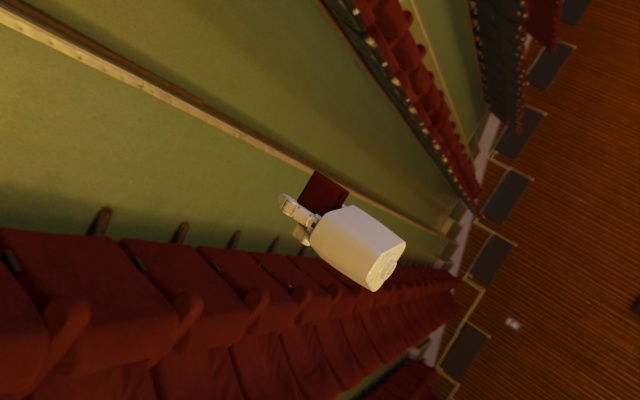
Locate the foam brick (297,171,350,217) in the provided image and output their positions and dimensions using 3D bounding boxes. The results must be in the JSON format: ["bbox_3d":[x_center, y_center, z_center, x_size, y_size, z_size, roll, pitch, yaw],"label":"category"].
[{"bbox_3d":[0.000,0.002,0.749,0.051,0.078,0.053,34,6,23],"label":"foam brick"}]
